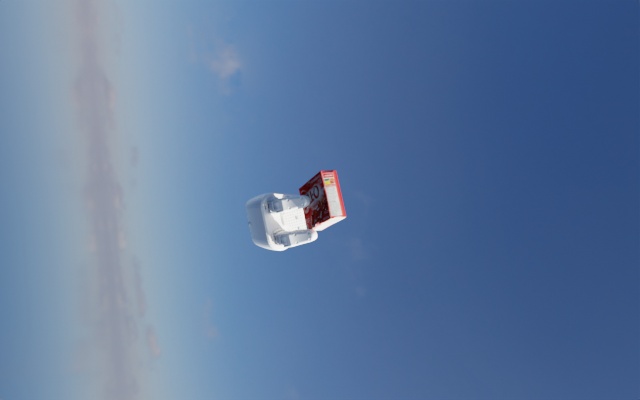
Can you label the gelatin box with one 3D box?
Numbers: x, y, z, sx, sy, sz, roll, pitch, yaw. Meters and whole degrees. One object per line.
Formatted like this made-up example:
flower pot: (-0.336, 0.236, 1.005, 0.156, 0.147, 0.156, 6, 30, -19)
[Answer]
gelatin box: (0.001, 0.002, 0.725, 0.030, 0.073, 0.089, -5, -13, -27)
